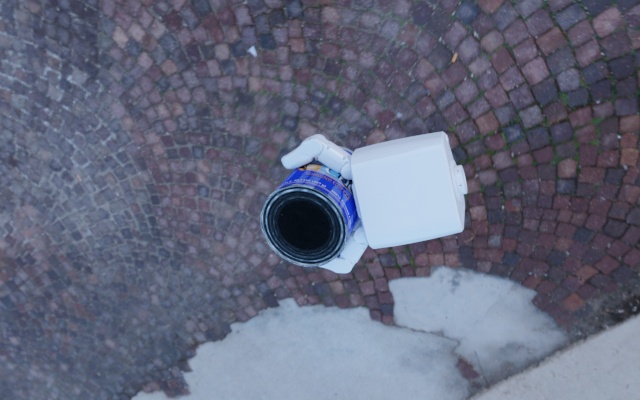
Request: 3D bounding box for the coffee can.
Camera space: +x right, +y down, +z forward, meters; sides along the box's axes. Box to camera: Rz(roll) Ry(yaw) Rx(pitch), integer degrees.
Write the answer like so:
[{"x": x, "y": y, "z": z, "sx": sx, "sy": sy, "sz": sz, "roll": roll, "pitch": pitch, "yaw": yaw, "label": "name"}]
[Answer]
[{"x": 0.000, "y": 0.002, "z": 0.588, "sx": 0.103, "sy": 0.103, "sz": 0.140, "roll": 0, "pitch": 24, "yaw": 18, "label": "coffee can"}]
